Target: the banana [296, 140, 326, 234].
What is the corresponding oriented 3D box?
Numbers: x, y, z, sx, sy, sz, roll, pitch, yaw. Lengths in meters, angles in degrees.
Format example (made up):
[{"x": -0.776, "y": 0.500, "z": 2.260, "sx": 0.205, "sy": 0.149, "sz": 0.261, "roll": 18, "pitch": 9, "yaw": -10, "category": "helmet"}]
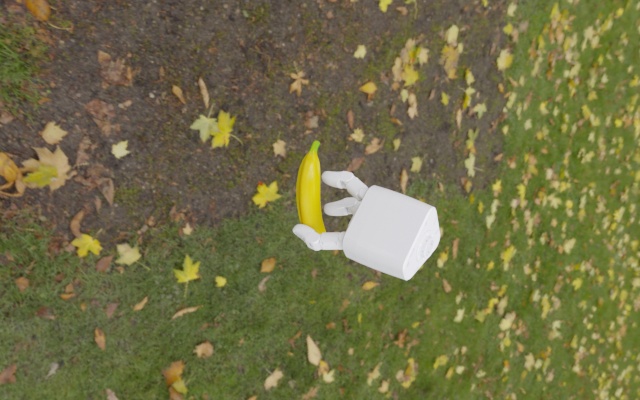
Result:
[{"x": -0.011, "y": 0.007, "z": 0.778, "sx": 0.037, "sy": 0.198, "sz": 0.069, "roll": 16, "pitch": 33, "yaw": 31, "category": "banana"}]
